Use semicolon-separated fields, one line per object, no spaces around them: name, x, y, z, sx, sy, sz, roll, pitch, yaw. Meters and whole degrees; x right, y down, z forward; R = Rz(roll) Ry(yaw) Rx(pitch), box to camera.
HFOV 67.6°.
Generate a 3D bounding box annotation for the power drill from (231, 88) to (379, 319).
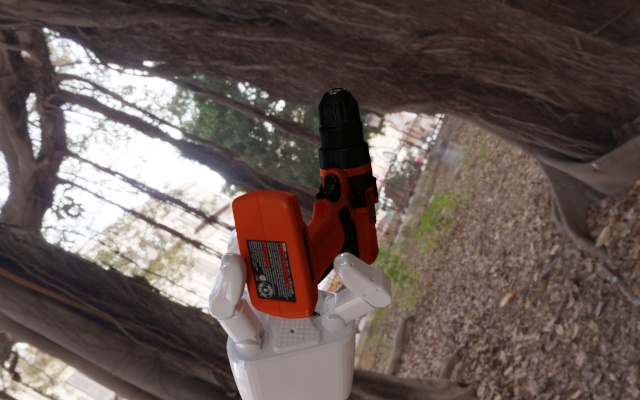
power drill;0.000;0.002;0.424;0.057;0.184;0.187;-2;17;28
